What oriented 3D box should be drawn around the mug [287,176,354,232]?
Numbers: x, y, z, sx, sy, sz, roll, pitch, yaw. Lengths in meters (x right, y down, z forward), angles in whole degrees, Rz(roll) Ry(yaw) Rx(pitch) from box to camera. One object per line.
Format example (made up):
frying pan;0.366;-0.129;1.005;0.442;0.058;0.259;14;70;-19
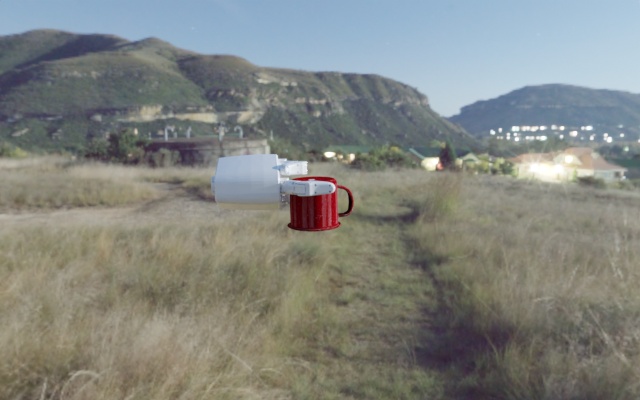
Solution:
mug;0.002;0.002;0.821;0.117;0.081;0.093;-3;10;-8
